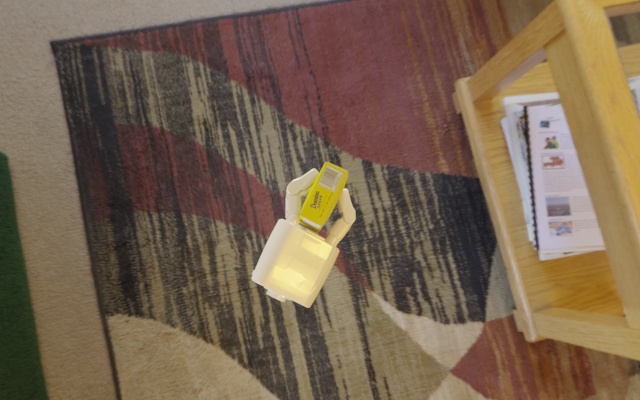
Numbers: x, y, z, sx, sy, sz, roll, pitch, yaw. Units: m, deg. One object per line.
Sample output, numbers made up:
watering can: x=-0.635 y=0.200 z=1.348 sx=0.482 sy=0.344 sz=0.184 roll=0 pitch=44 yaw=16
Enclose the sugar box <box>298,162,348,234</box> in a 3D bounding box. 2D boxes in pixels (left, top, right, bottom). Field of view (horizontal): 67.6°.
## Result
sugar box: x=0.000 y=0.002 z=0.789 sx=0.048 sy=0.093 sz=0.176 roll=27 pitch=-10 yaw=-2
